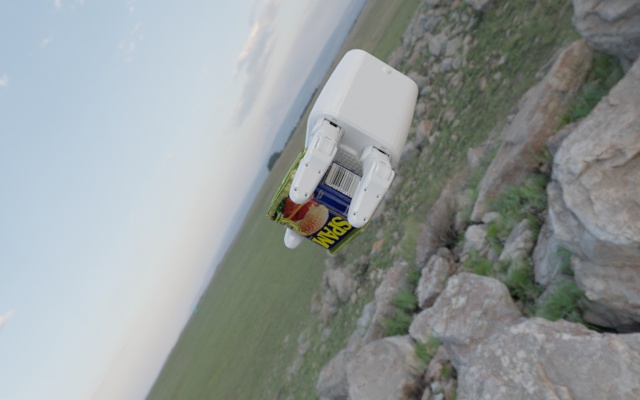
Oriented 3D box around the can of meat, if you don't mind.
[{"bbox_3d":[0.000,0.001,0.473,0.084,0.057,0.102,29,-31,-7],"label":"can of meat"}]
